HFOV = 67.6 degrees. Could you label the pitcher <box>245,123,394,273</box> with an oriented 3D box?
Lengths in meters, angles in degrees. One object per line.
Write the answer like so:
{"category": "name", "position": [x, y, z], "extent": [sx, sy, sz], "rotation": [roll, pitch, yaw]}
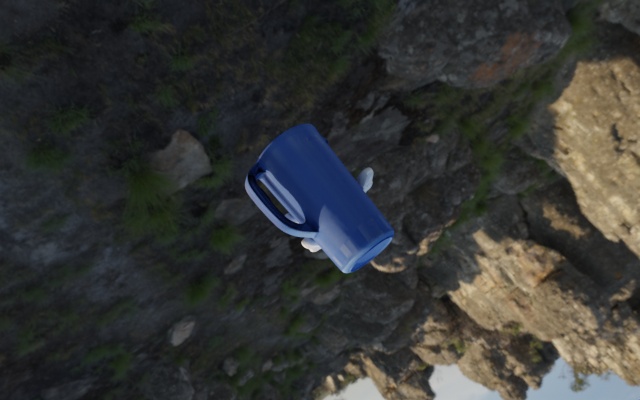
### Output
{"category": "pitcher", "position": [0.000, 0.003, 0.797], "extent": [0.149, 0.242, 0.145], "rotation": [-42, -18, 8]}
